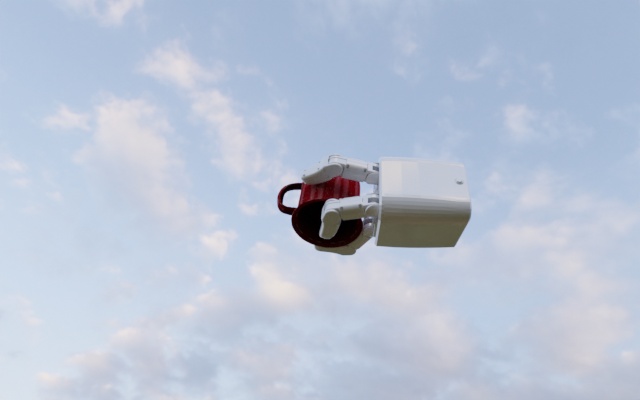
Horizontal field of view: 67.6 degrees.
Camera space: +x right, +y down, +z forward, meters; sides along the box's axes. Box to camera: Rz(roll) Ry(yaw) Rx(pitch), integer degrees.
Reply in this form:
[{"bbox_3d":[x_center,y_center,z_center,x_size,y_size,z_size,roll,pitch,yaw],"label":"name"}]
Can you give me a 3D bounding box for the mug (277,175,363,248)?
[{"bbox_3d":[-0.001,0.002,0.644,0.117,0.093,0.081,5,45,3],"label":"mug"}]
